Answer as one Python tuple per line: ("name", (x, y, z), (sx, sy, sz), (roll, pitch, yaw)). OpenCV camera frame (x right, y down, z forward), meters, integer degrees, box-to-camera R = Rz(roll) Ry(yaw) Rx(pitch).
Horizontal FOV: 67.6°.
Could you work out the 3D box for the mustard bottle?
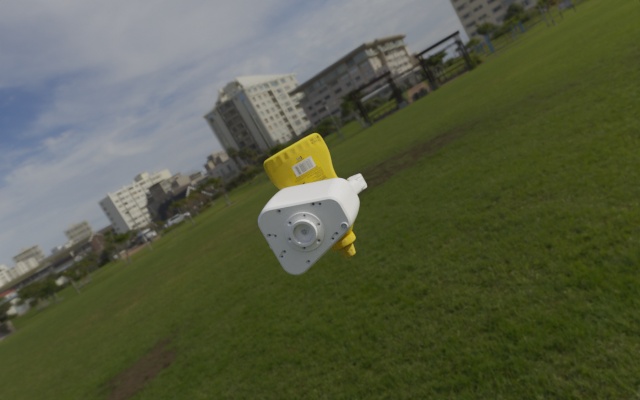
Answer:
("mustard bottle", (0.000, 0.002, 0.723), (0.096, 0.191, 0.058), (-31, 7, -11))
